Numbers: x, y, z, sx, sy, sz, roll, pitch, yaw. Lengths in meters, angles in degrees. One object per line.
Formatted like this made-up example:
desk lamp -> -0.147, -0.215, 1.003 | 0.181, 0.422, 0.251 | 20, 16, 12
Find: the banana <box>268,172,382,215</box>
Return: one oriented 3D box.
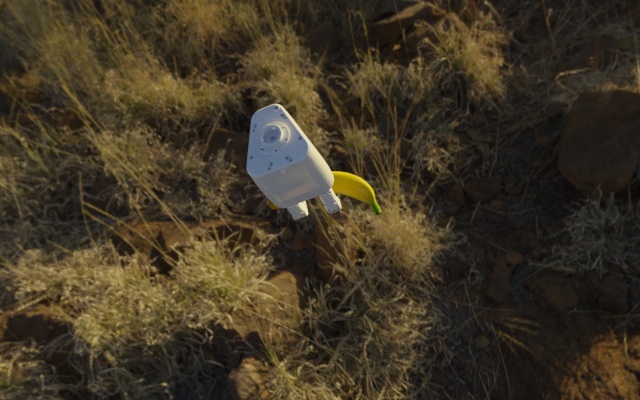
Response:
banana -> 0.005, -0.016, 0.810 | 0.198, 0.069, 0.037 | 3, -9, 16
